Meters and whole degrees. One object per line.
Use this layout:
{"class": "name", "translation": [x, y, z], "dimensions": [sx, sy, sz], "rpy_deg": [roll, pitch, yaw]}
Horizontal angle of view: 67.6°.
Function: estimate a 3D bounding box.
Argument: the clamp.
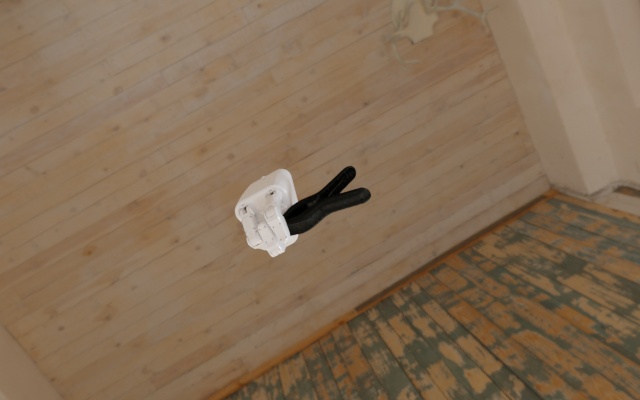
{"class": "clamp", "translation": [0.000, 0.003, 0.784], "dimensions": [0.171, 0.039, 0.120], "rpy_deg": [-26, 19, 12]}
